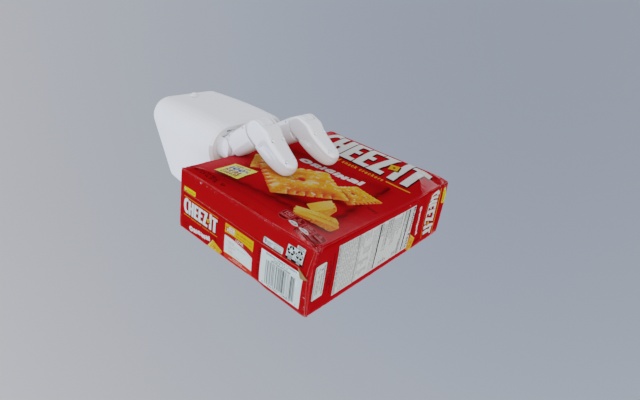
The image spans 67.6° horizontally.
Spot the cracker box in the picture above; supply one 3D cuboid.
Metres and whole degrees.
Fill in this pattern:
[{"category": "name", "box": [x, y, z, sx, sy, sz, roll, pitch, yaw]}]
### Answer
[{"category": "cracker box", "box": [0.000, 0.002, 0.467, 0.164, 0.072, 0.213, 29, 33, 31]}]
